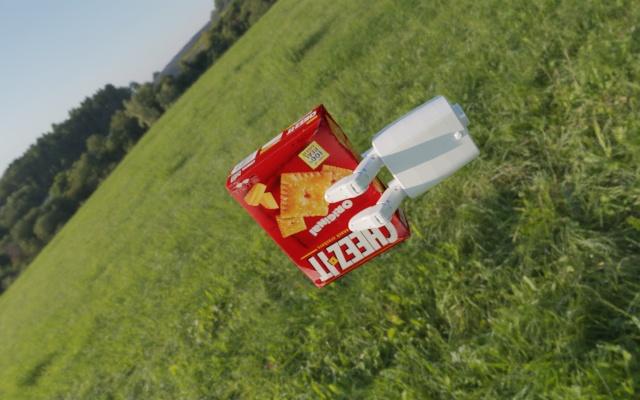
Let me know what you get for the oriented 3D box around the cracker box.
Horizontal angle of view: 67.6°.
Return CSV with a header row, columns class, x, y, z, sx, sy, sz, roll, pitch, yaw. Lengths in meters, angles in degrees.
class,x,y,z,sx,sy,sz,roll,pitch,yaw
cracker box,0.000,0.002,0.666,0.164,0.214,0.072,-33,23,17
